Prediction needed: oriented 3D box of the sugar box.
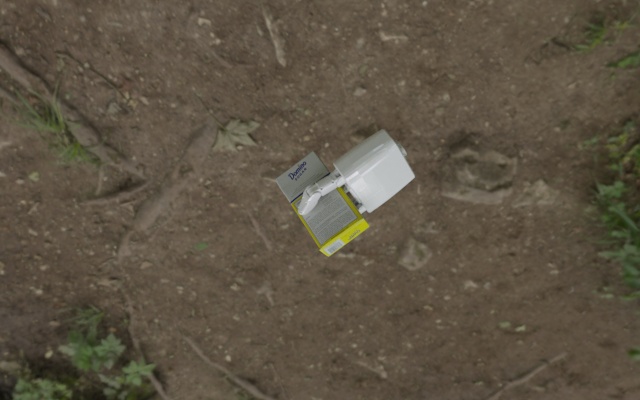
[{"bbox_3d":[0.001,0.003,0.855,0.093,0.176,0.048,-36,-34,4],"label":"sugar box"}]
